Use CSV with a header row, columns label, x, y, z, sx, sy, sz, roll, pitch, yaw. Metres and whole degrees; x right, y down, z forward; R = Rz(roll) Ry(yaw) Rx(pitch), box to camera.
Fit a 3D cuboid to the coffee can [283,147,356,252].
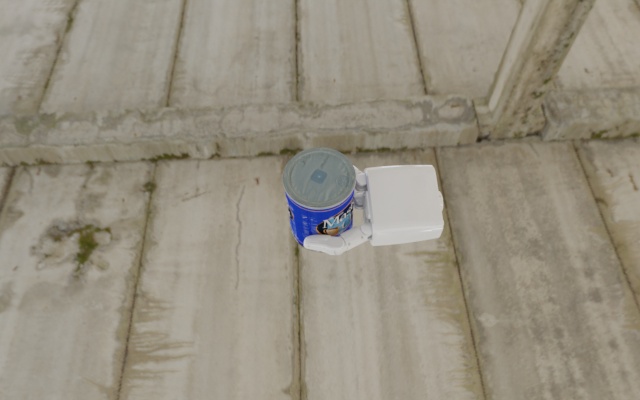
label,x,y,z,sx,sy,sz,roll,pitch,yaw
coffee can,0.000,0.002,0.724,0.103,0.102,0.140,0,-32,2
